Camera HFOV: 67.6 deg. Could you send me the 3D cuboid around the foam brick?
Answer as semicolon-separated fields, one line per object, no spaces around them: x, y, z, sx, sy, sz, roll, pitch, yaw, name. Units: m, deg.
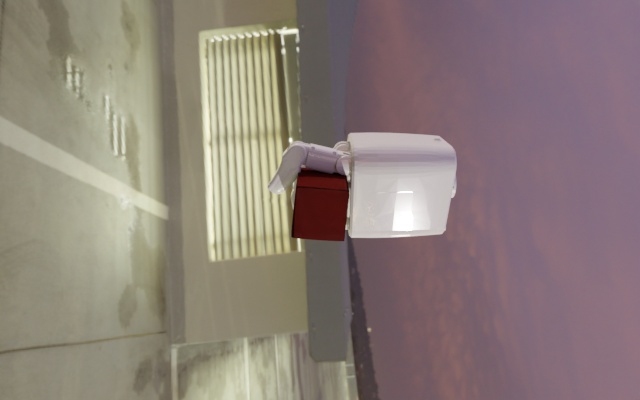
0.000;0.002;0.479;0.051;0.053;0.078;6;19;-2;foam brick
